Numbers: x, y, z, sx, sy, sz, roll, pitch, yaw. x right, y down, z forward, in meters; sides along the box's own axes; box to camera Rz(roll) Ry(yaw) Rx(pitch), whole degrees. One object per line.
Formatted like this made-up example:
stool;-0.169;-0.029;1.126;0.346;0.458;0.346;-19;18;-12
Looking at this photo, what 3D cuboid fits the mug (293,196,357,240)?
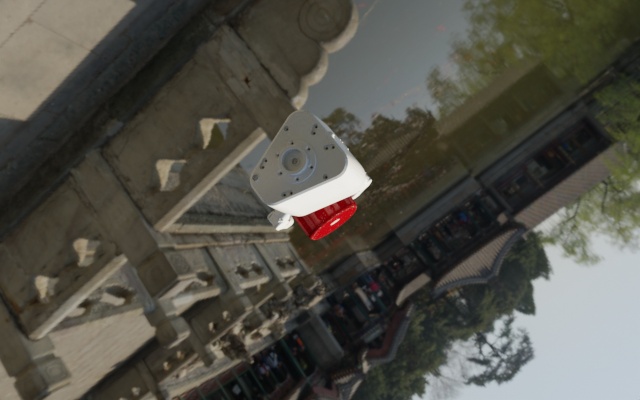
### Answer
mug;0.001;0.003;0.686;0.093;0.081;0.117;-39;-14;9
